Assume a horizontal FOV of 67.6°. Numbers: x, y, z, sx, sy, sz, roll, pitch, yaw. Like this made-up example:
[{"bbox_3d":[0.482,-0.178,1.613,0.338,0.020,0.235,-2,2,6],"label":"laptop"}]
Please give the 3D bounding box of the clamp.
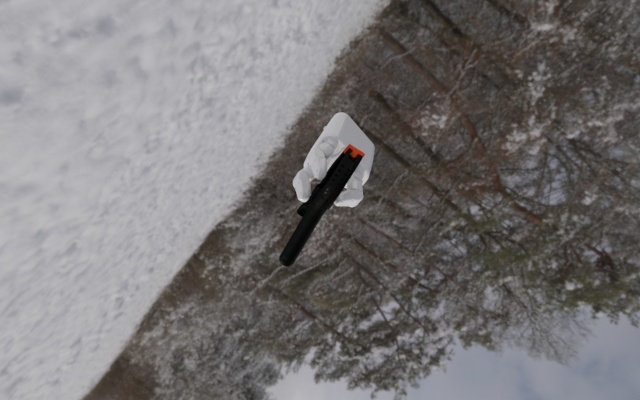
[{"bbox_3d":[0.001,0.002,0.764,0.036,0.210,0.164,31,36,-9],"label":"clamp"}]
